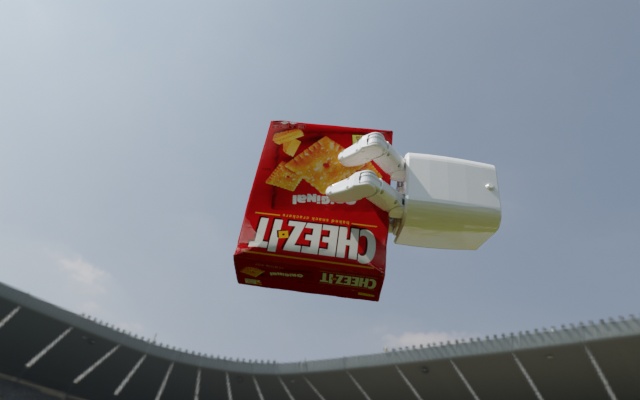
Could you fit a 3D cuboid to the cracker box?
[{"bbox_3d":[0.000,0.002,0.578,0.164,0.213,0.072,6,-38,4],"label":"cracker box"}]
